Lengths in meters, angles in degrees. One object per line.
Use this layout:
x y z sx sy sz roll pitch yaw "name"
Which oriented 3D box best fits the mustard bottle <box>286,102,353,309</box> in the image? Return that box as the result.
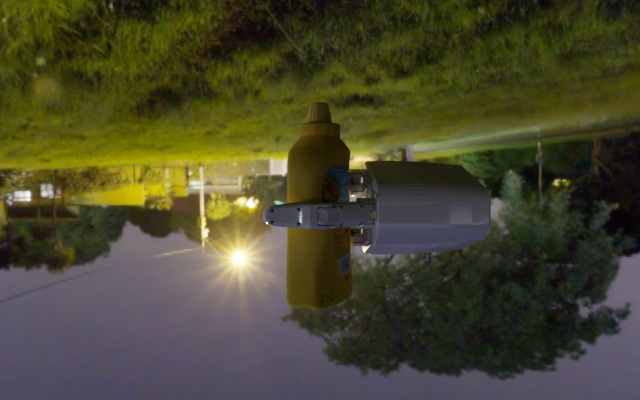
0.000 0.002 0.467 0.058 0.191 0.096 1 4 23 "mustard bottle"
